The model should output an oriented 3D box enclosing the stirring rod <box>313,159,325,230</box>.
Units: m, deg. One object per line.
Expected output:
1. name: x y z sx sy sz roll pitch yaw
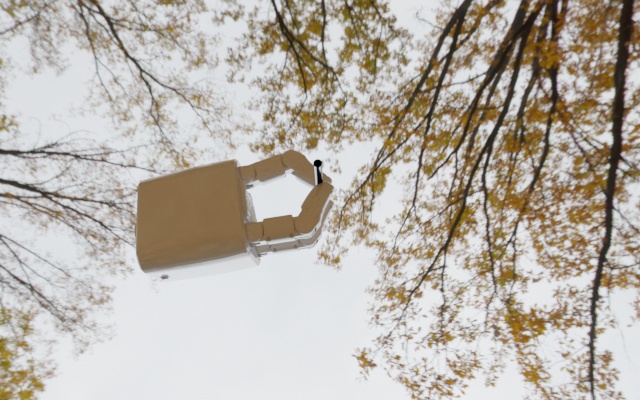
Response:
1. stirring rod: 0.000 0.002 0.543 0.011 0.011 0.240 0 -17 1
